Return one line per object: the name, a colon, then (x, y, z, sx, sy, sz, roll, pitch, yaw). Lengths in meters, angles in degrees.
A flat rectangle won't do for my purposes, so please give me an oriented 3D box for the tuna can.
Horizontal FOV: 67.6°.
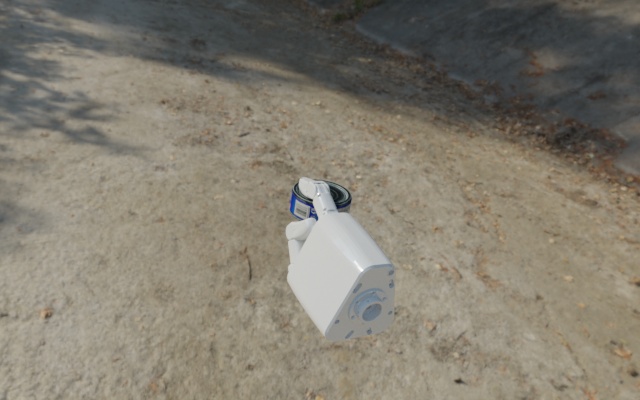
tuna can: (0.000, 0.002, 0.668, 0.086, 0.034, 0.086, 8, 25, -4)
